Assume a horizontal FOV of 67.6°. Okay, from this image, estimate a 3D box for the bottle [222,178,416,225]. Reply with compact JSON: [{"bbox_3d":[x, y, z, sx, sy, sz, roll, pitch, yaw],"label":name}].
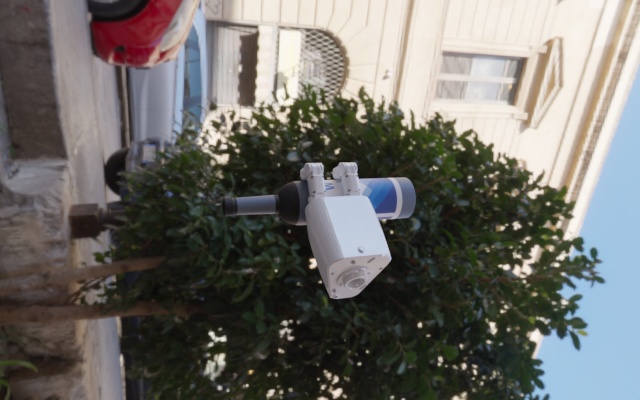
[{"bbox_3d":[0.000,0.002,0.731,0.296,0.069,0.069,-3,1,-20],"label":"bottle"}]
